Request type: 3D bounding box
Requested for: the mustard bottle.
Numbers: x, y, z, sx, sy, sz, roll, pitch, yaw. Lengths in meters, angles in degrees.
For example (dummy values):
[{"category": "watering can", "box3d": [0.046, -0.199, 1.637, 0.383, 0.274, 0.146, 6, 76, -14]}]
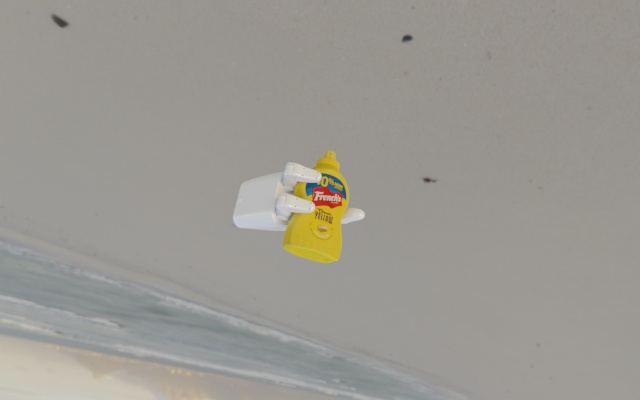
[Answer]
[{"category": "mustard bottle", "box3d": [0.000, 0.003, 0.809, 0.096, 0.191, 0.058, 20, -23, -22]}]
